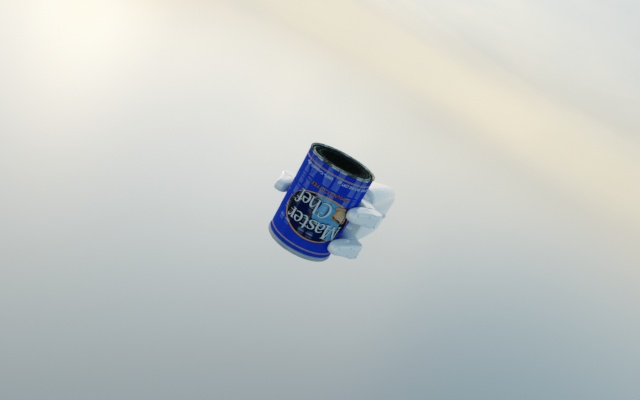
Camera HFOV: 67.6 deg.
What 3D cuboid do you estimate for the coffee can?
[{"bbox_3d":[0.000,0.002,0.690,0.103,0.140,0.102,26,19,-10],"label":"coffee can"}]
